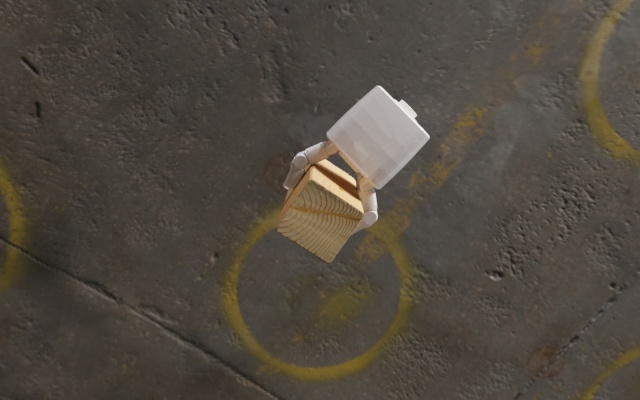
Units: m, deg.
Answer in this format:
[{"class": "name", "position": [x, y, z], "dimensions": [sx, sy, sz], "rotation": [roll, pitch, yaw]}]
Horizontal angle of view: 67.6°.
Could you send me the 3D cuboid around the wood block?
[{"class": "wood block", "position": [0.000, 0.002, 0.738], "dimensions": [0.091, 0.090, 0.206], "rotation": [33, 13, -8]}]
